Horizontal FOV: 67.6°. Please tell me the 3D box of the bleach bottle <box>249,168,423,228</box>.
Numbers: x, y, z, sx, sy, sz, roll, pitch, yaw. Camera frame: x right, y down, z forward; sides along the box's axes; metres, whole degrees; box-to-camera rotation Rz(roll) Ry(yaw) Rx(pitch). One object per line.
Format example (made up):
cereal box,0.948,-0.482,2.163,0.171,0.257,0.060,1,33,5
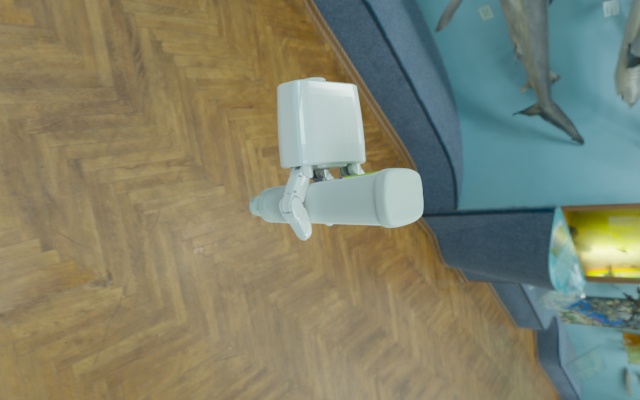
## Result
bleach bottle,0.000,0.002,0.628,0.251,0.068,0.102,-4,1,36
